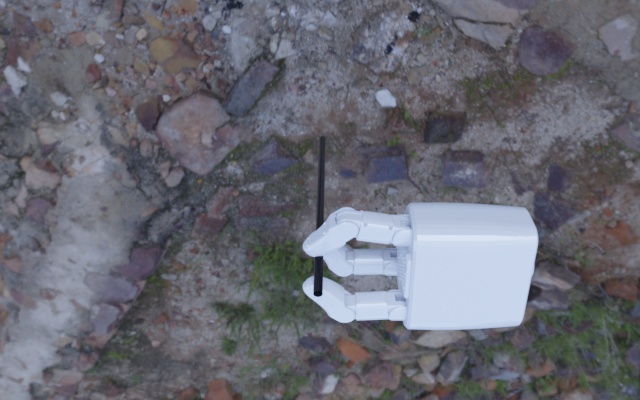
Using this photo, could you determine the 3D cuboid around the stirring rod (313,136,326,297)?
[{"bbox_3d":[0.000,0.002,0.494,0.011,0.011,0.239,0,40,1],"label":"stirring rod"}]
